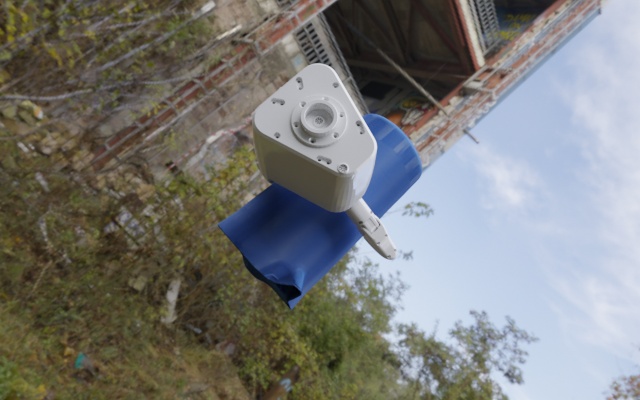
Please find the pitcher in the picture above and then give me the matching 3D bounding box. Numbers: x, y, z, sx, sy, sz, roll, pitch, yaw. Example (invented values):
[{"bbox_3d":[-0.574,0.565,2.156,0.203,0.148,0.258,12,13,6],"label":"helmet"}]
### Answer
[{"bbox_3d":[0.000,0.002,0.595,0.243,0.149,0.145,-41,-11,-11],"label":"pitcher"}]
